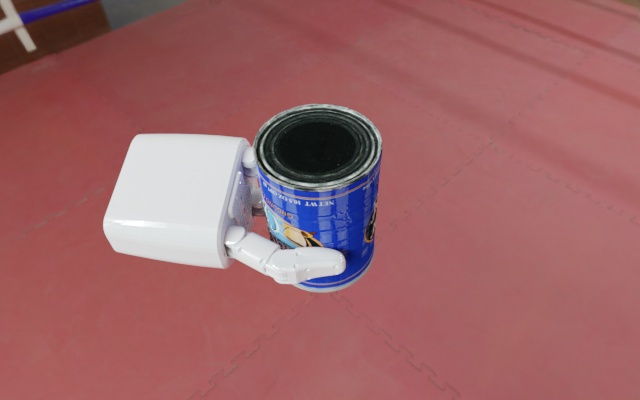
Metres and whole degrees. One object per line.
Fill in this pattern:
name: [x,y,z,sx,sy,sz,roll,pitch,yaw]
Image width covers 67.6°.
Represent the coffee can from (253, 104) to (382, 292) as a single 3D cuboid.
coffee can: [0.000,0.002,0.426,0.103,0.102,0.140,0,-42,3]
